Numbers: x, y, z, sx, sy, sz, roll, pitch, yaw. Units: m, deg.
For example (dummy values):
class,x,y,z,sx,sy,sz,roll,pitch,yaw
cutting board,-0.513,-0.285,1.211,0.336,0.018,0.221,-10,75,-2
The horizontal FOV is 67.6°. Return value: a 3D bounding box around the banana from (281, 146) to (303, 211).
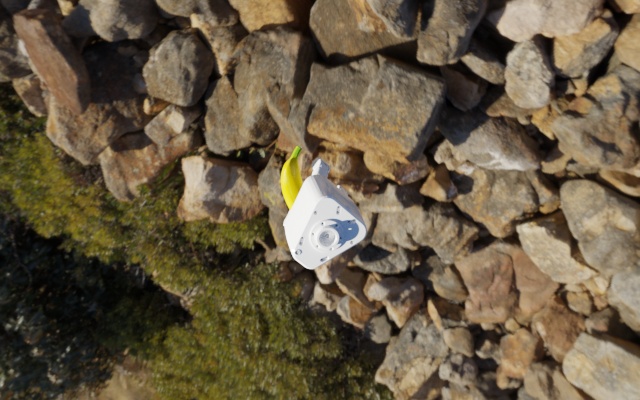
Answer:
class,x,y,z,sx,sy,sz,roll,pitch,yaw
banana,-0.017,0.009,0.820,0.069,0.198,0.037,-30,16,-11
